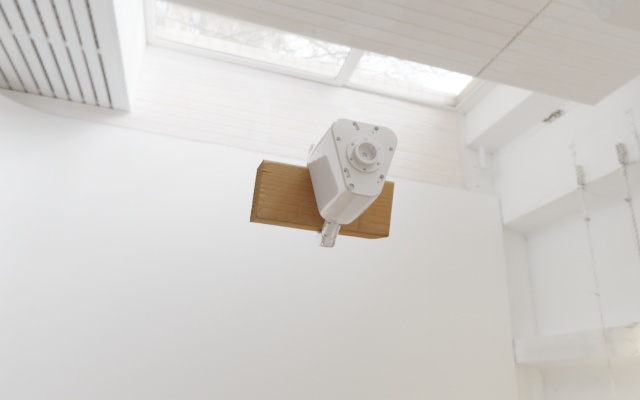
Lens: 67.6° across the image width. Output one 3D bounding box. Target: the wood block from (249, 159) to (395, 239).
[{"bbox_3d":[0.000,0.003,0.751,0.206,0.091,0.090,9,-8,-13],"label":"wood block"}]
